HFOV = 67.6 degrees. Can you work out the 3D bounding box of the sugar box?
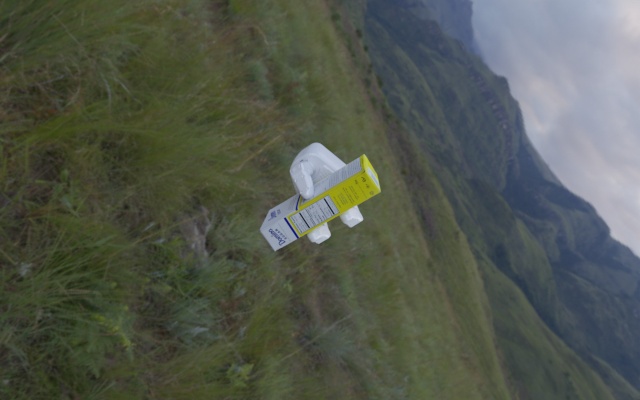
[{"bbox_3d":[0.001,0.003,0.702,0.176,0.048,0.093,-32,13,13],"label":"sugar box"}]
